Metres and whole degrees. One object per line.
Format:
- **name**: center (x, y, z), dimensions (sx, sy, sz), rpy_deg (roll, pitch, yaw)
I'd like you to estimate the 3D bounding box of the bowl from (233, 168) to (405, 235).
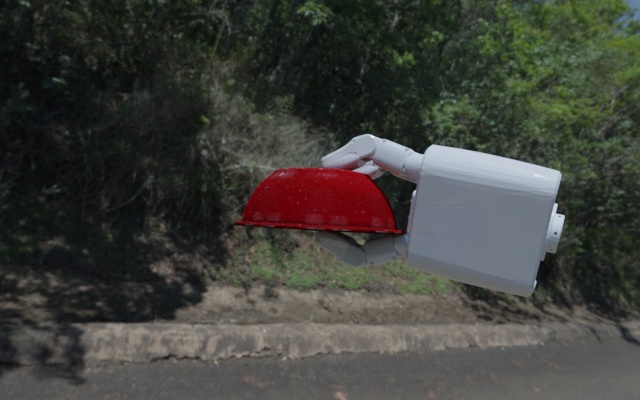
- **bowl**: center (-0.001, 0.001, 0.457), dimensions (0.162, 0.055, 0.162), rpy_deg (3, -3, 0)
